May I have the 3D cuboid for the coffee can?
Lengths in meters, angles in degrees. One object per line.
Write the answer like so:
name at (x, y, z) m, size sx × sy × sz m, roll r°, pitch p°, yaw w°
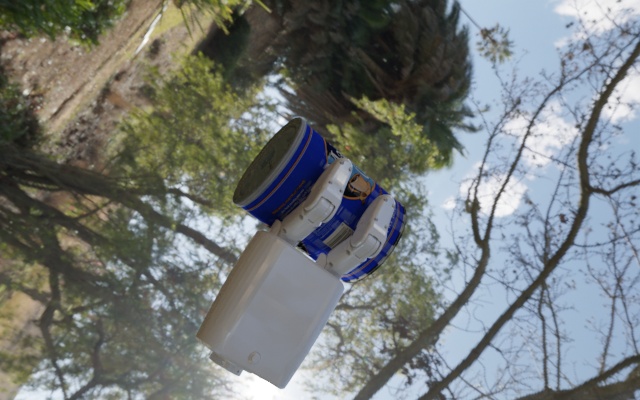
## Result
coffee can at (0.000, 0.001, 0.474) m, size 0.140 × 0.102 × 0.103 m, roll 38°, pitch -15°, yaw -19°
